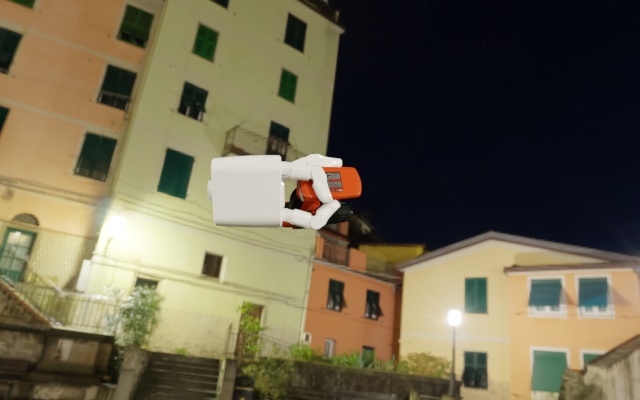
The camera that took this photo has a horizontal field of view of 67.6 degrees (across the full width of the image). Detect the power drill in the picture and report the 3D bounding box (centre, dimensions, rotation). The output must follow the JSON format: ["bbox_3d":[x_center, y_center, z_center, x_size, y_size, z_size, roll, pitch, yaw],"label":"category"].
[{"bbox_3d":[0.000,0.003,0.850,0.184,0.057,0.188,-3,-21,-24],"label":"power drill"}]
